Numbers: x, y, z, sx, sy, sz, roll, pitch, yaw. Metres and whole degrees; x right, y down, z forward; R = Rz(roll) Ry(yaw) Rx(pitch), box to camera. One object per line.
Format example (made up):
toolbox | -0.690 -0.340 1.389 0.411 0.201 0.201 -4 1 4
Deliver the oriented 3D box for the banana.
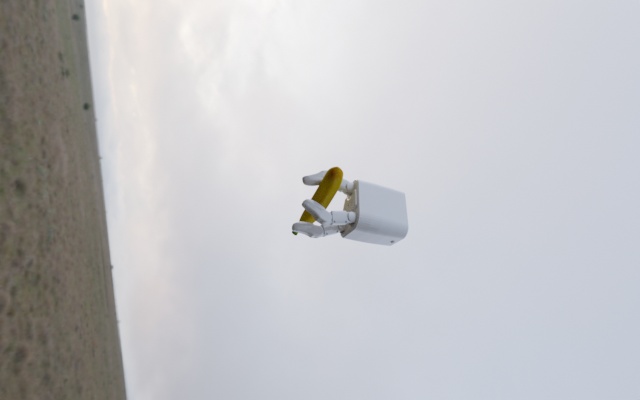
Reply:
banana | 0.005 -0.006 0.900 0.037 0.198 0.069 30 43 -2
